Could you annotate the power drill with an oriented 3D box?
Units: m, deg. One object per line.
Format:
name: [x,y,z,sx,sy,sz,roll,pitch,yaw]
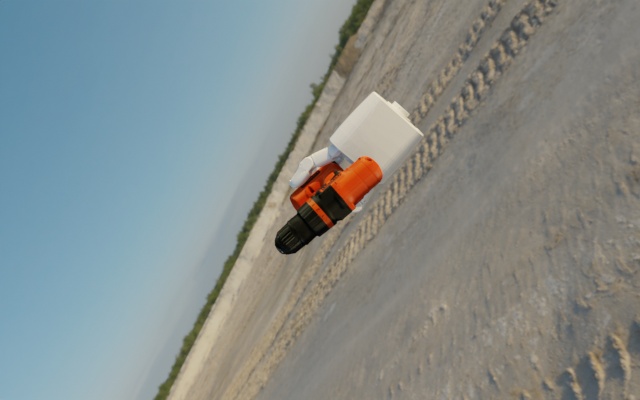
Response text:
power drill: [0.000,0.002,0.737,0.184,0.057,0.187,-39,12,-3]
